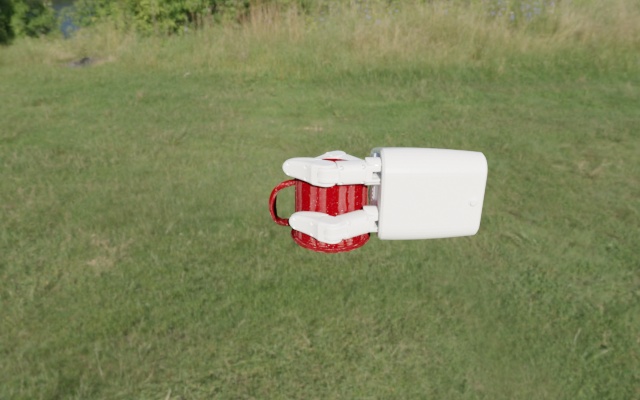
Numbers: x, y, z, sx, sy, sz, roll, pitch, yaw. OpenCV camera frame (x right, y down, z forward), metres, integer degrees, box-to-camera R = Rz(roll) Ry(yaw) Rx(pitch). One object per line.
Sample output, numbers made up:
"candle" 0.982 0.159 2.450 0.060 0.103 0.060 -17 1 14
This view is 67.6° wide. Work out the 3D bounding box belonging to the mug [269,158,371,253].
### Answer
"mug" -0.001 0.002 0.542 0.117 0.081 0.093 0 24 -2
